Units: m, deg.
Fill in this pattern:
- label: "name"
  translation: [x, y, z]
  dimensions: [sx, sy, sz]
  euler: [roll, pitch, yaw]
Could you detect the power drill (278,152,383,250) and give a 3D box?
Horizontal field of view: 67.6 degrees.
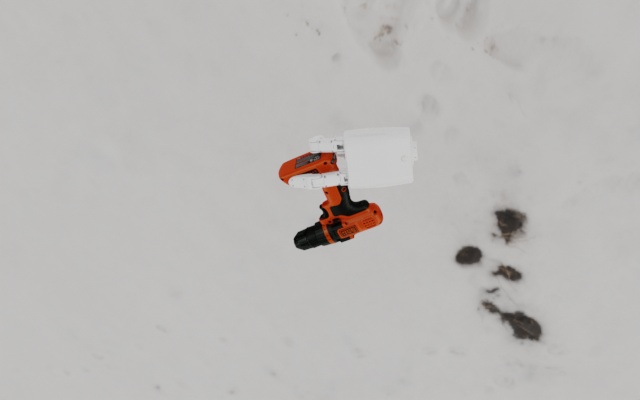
- label: "power drill"
  translation: [0.000, 0.002, 0.879]
  dimensions: [0.184, 0.188, 0.057]
  euler: [-22, 33, 16]
